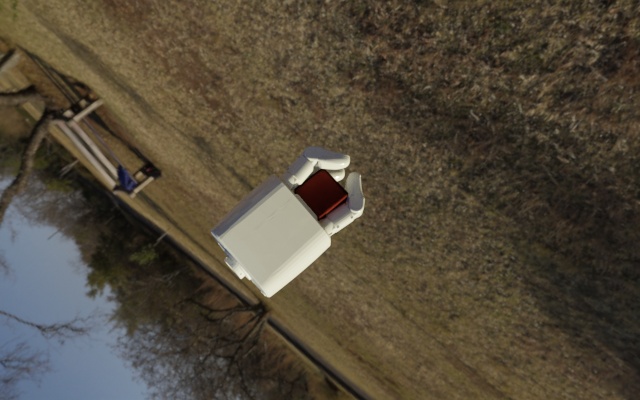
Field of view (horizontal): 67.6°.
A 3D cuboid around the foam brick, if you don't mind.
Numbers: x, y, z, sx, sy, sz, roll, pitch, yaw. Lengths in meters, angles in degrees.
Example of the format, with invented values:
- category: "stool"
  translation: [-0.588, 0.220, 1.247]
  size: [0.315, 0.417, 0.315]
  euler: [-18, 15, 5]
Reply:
- category: "foam brick"
  translation: [0.000, 0.002, 0.646]
  size: [0.051, 0.053, 0.078]
  euler: [-39, -17, -14]
